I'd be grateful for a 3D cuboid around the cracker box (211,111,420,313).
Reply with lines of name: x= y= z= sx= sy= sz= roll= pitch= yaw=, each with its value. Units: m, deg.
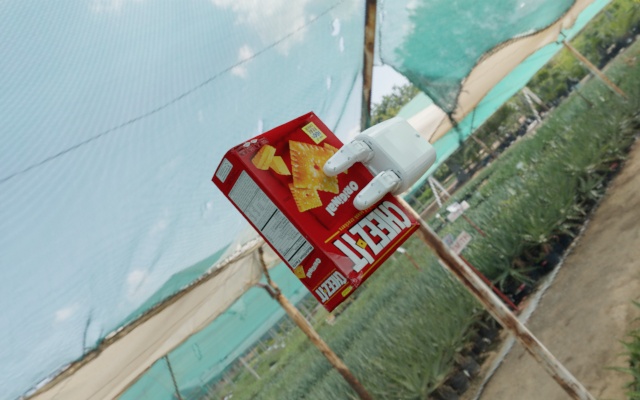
cracker box: x=0.000 y=0.002 z=0.590 sx=0.164 sy=0.213 sz=0.072 roll=-34 pitch=-12 yaw=-46
